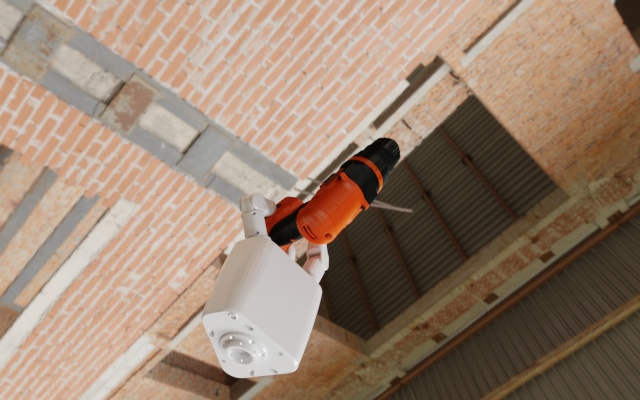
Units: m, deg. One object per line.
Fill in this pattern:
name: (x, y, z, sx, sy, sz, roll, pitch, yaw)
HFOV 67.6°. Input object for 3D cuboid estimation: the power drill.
power drill: (0.000, 0.002, 0.590, 0.184, 0.057, 0.188, -43, 8, -40)
